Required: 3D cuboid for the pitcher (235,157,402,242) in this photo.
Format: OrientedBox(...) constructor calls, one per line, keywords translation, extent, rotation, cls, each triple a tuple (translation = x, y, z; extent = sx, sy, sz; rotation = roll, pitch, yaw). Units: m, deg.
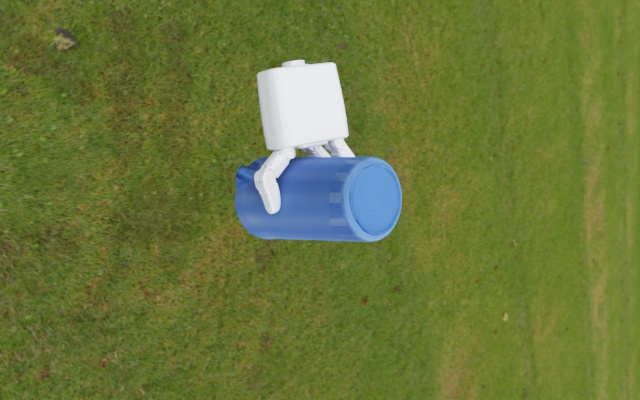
OrientedBox(translation=(0.000, 0.002, 0.693), extent=(0.149, 0.145, 0.243), rotation=(-17, 12, -39), cls="pitcher")
